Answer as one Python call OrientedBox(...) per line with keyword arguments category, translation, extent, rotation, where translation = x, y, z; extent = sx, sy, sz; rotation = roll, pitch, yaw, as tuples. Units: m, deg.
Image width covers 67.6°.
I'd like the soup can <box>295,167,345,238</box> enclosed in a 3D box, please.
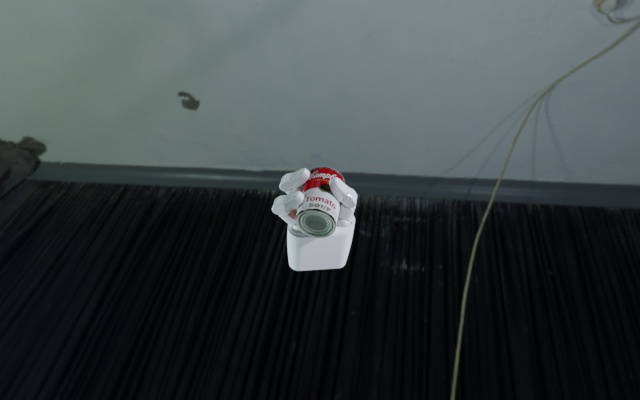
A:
OrientedBox(category="soup can", translation=(0.000, 0.002, 0.785), extent=(0.068, 0.102, 0.069), rotation=(7, -44, 7))
